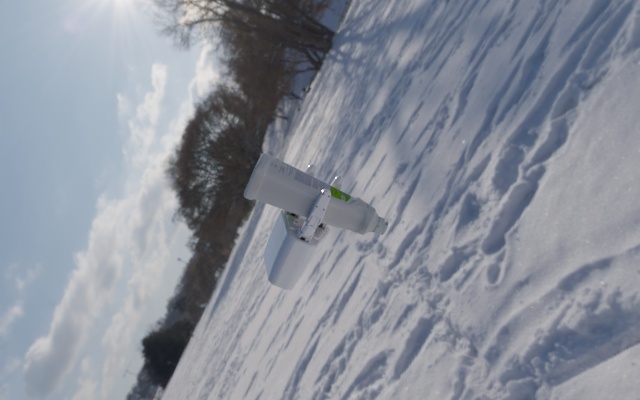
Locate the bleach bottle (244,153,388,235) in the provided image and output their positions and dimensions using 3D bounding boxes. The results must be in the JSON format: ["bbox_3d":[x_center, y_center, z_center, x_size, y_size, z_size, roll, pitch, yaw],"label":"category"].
[{"bbox_3d":[0.000,0.003,0.824,0.251,0.068,0.102,24,22,-7],"label":"bleach bottle"}]
